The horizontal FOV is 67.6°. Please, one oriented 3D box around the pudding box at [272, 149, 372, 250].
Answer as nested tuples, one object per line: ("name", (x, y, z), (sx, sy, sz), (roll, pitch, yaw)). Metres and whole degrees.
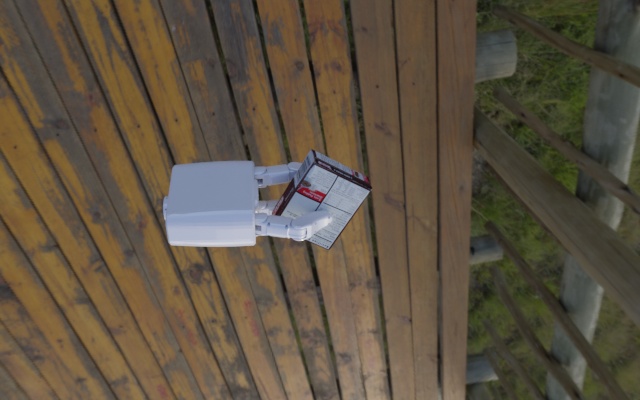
("pudding box", (0.000, 0.002, 0.628), (0.090, 0.113, 0.039), (24, 28, -20))
